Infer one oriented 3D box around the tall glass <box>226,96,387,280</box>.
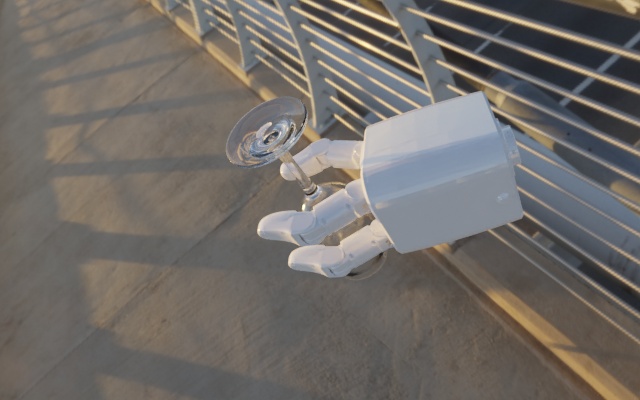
[{"bbox_3d":[0.000,0.001,0.445,0.079,0.079,0.201,0,-35,32],"label":"tall glass"}]
